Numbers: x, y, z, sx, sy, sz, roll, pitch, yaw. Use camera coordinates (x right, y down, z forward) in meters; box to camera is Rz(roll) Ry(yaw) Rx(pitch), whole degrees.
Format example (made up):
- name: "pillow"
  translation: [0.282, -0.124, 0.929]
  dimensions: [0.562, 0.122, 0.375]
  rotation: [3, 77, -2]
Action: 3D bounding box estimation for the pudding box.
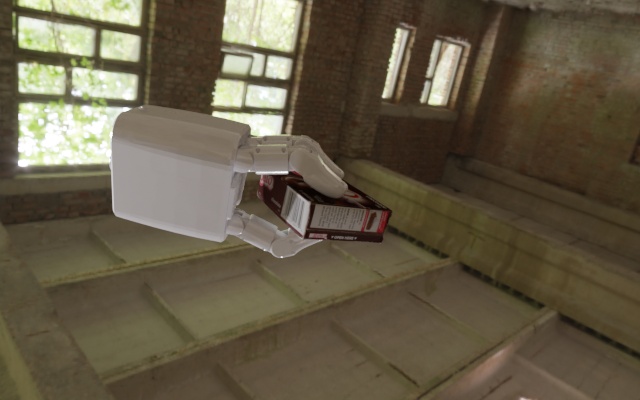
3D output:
- name: "pudding box"
  translation: [0.000, 0.002, 0.466]
  dimensions: [0.090, 0.039, 0.113]
  rotation: [5, 20, -31]
